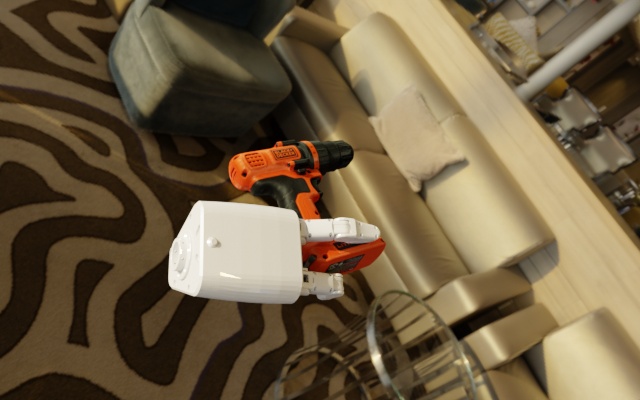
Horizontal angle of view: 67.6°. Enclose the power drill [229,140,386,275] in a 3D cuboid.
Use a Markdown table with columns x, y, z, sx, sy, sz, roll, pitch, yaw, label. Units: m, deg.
| x | y | z | sx | sy | sz | roll | pitch | yaw | label |
| --- | --- | --- | --- | --- | --- | --- | --- | --- | --- |
| 0.000 | 0.002 | 0.598 | 0.184 | 0.187 | 0.057 | -15 | -32 | -32 | power drill |
